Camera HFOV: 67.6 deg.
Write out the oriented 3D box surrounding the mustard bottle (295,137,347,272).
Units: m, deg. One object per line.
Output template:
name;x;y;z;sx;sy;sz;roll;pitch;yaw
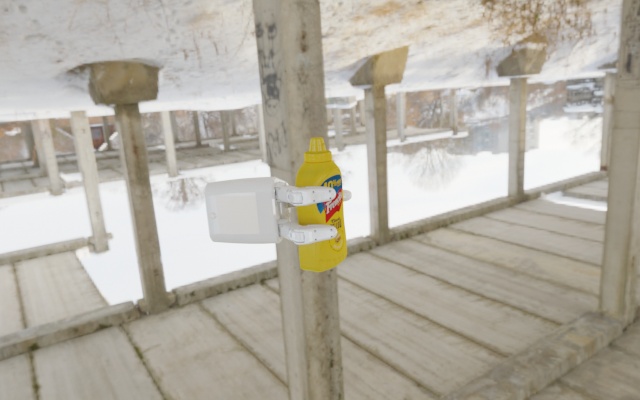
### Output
mustard bottle;0.000;0.003;0.713;0.058;0.192;0.096;4;15;32
